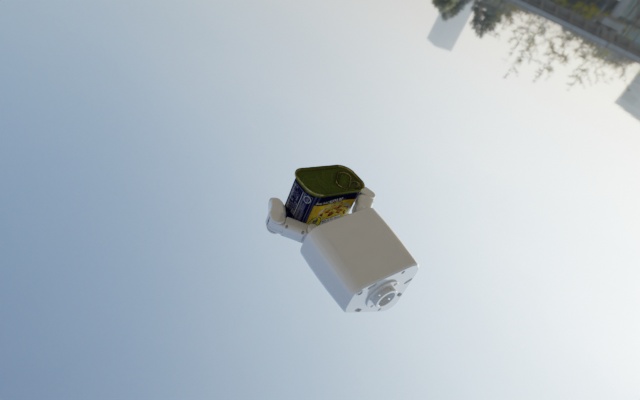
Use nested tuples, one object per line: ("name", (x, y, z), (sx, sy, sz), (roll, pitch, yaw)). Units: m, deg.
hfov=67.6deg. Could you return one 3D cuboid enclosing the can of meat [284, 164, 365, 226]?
("can of meat", (0.000, 0.002, 0.662), (0.102, 0.084, 0.057), (-9, 46, -40))
